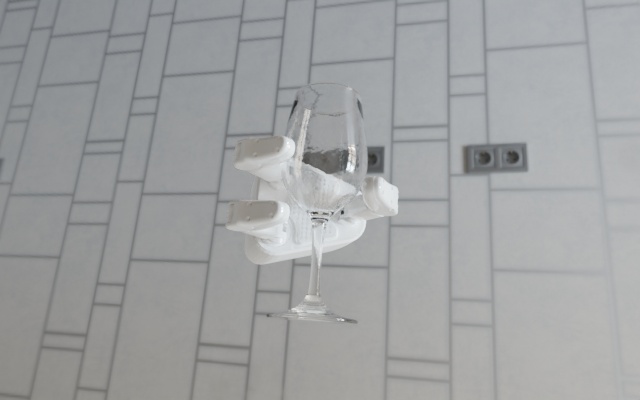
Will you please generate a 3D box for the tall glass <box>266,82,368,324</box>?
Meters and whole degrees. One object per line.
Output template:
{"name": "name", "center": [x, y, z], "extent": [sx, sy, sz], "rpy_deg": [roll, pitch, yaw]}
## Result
{"name": "tall glass", "center": [0.000, 0.002, 0.412], "extent": [0.079, 0.201, 0.079], "rpy_deg": [4, -16, 1]}
